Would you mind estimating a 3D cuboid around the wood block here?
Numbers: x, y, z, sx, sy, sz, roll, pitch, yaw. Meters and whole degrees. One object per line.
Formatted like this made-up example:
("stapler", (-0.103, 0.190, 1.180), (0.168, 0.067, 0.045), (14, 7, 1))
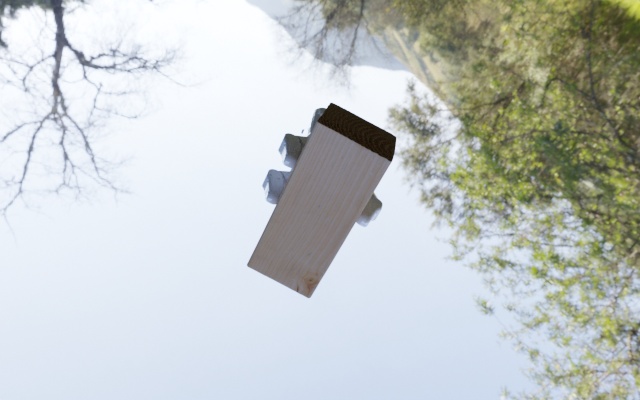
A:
("wood block", (0.000, 0.002, 0.573), (0.091, 0.206, 0.090), (27, 28, -1))
